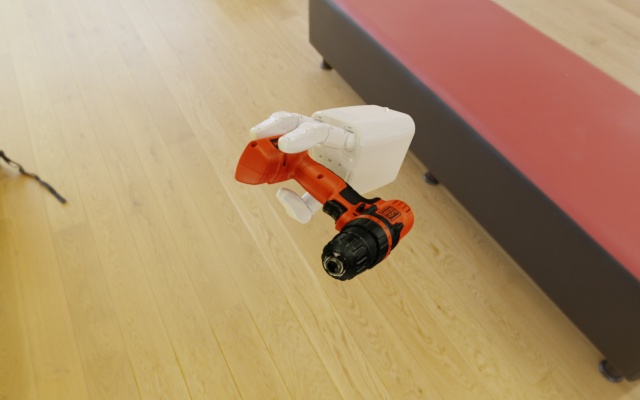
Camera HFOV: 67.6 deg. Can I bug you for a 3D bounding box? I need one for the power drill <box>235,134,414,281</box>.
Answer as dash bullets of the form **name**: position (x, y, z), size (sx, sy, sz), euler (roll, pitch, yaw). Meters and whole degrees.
- **power drill**: position (0.000, 0.001, 0.518), size (0.187, 0.057, 0.184), euler (37, 25, 16)
